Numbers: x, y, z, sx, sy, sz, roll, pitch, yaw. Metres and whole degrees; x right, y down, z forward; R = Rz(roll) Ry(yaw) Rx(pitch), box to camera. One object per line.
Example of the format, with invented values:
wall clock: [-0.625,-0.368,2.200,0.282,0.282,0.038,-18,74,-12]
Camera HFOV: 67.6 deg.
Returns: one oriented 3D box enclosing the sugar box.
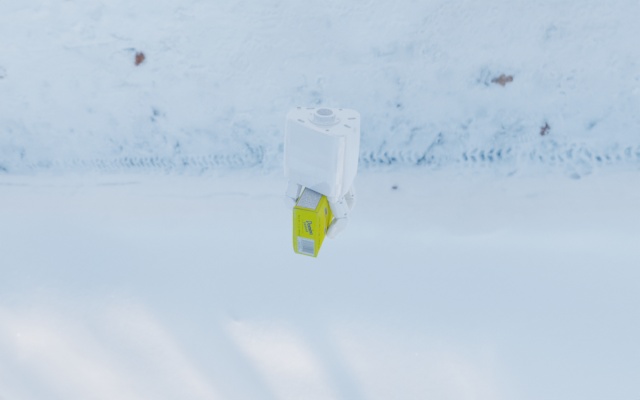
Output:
sugar box: [0.001,0.003,0.794,0.048,0.093,0.176,12,38,13]
